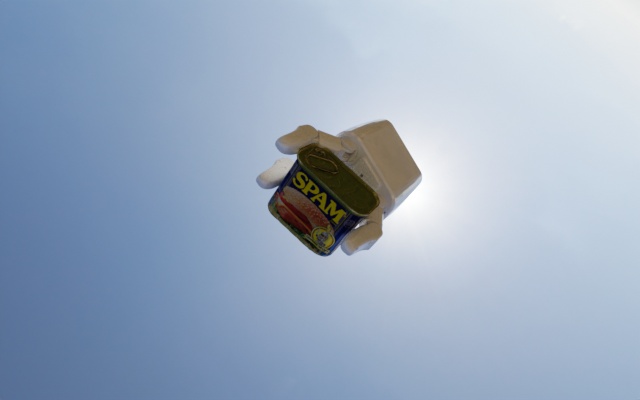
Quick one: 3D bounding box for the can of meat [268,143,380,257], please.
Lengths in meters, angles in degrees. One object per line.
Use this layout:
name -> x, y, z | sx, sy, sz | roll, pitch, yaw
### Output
can of meat -> 0.000, 0.002, 0.533 | 0.084, 0.102, 0.057 | -52, -9, 36
